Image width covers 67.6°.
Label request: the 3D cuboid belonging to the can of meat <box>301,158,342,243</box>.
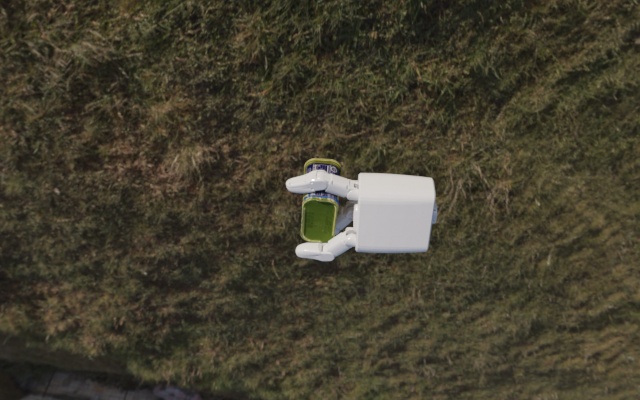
[{"bbox_3d":[0.000,0.003,0.720,0.057,0.083,0.102,4,-43,0],"label":"can of meat"}]
